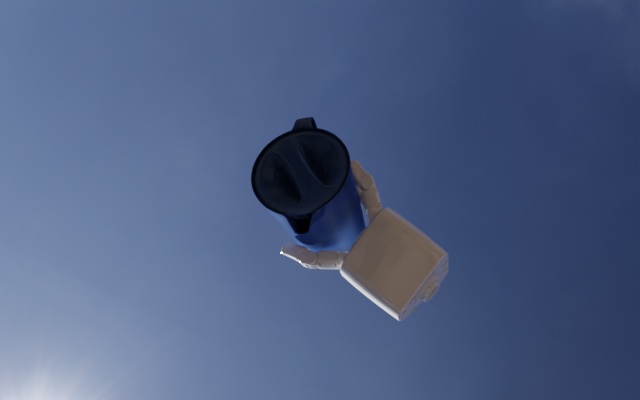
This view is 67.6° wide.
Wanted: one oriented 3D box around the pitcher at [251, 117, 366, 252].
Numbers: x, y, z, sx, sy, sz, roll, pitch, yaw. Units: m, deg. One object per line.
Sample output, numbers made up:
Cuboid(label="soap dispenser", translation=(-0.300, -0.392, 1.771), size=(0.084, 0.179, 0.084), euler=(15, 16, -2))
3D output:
Cuboid(label="pitcher", translation=(0.000, 0.002, 0.718), size=(0.145, 0.149, 0.243), euler=(37, -13, 28))
